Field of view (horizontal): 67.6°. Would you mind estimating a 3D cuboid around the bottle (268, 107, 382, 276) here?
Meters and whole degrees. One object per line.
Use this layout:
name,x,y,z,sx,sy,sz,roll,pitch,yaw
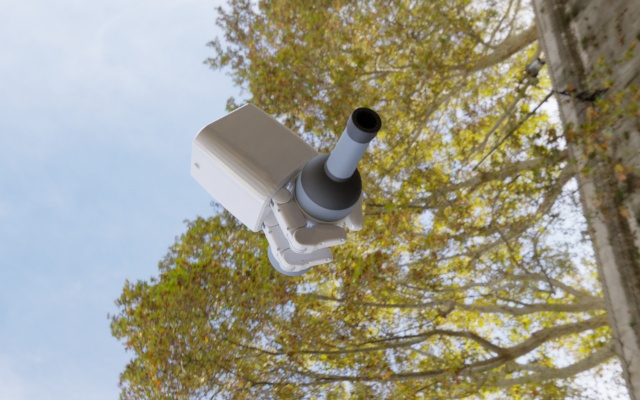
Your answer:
bottle,0.000,0.002,0.523,0.069,0.069,0.296,0,-28,-17
